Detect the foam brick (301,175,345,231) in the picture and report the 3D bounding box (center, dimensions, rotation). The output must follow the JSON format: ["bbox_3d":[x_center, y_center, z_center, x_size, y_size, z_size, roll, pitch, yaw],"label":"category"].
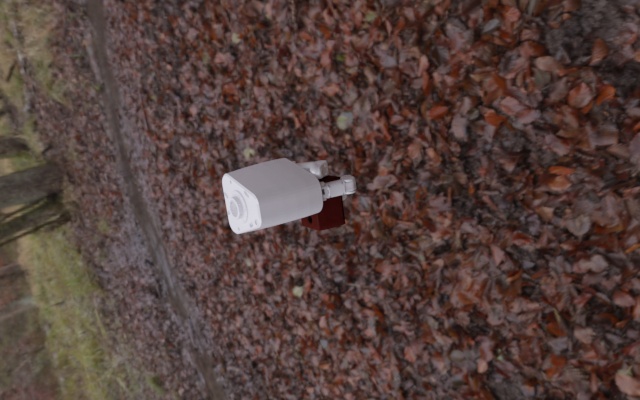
[{"bbox_3d":[0.000,0.003,0.748,0.051,0.078,0.053,-17,16,-33],"label":"foam brick"}]
